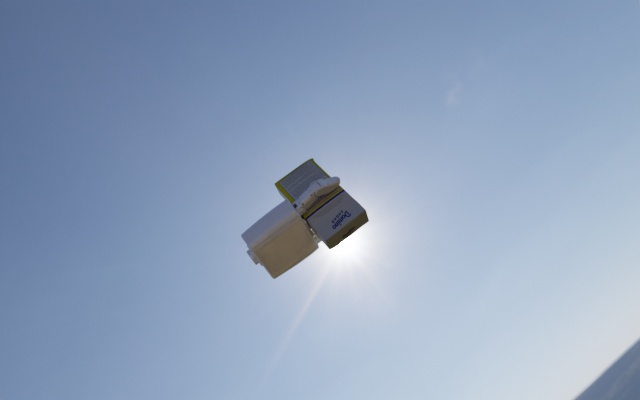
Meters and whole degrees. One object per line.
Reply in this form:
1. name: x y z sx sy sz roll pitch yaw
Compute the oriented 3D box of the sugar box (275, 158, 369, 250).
1. sugar box: 0.000 0.003 0.892 0.093 0.176 0.048 -36 -34 -9
